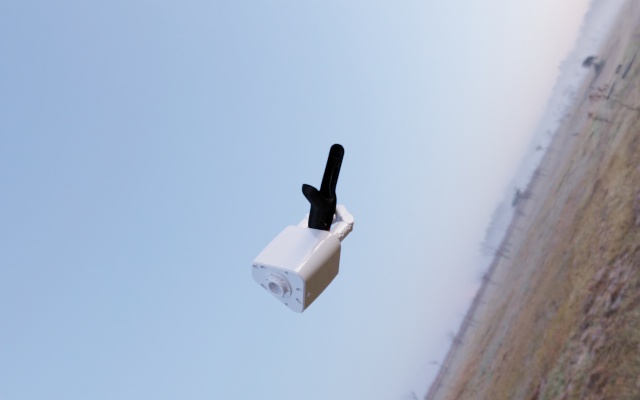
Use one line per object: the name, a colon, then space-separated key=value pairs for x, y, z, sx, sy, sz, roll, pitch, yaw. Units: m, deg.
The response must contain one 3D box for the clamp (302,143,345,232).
clamp: x=0.000 y=0.002 z=0.784 sx=0.039 sy=0.172 sz=0.120 roll=22 pitch=41 yaw=23
